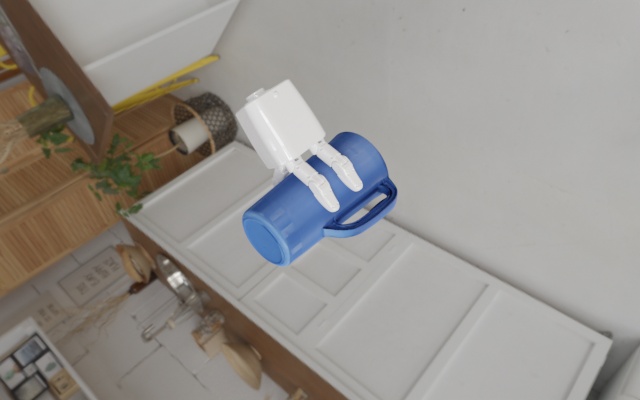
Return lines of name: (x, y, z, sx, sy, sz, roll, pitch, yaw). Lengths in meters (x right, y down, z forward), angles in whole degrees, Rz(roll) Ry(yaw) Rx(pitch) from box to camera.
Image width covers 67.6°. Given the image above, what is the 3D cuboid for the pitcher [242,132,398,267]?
pitcher: (0.000, 0.002, 0.788, 0.242, 0.145, 0.149, -39, 13, -30)
